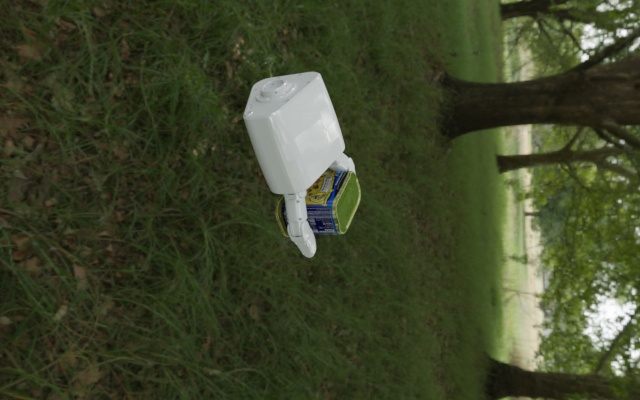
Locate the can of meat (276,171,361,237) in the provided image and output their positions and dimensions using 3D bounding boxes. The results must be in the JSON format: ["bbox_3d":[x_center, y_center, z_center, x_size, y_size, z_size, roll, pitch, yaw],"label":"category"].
[{"bbox_3d":[0.000,0.002,0.643,0.084,0.057,0.102,-2,35,24],"label":"can of meat"}]
